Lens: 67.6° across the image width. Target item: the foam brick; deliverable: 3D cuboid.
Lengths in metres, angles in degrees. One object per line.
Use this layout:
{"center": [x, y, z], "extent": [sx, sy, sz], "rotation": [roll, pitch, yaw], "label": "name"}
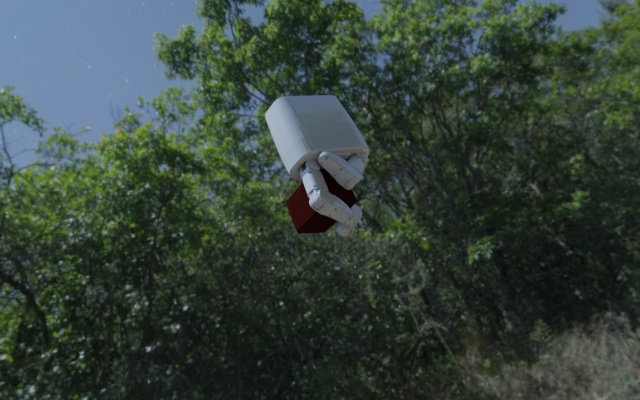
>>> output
{"center": [0.000, 0.002, 0.643], "extent": [0.053, 0.051, 0.078], "rotation": [3, -39, -45], "label": "foam brick"}
